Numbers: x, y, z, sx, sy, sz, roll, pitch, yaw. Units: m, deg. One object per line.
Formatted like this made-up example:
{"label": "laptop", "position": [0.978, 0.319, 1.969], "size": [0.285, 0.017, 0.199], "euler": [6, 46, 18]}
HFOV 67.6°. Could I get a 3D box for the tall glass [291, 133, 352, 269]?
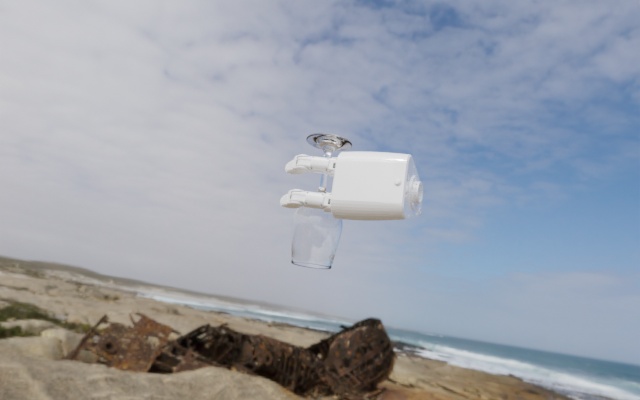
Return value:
{"label": "tall glass", "position": [0.000, 0.002, 0.740], "size": [0.079, 0.201, 0.079], "euler": [8, -13, 2]}
